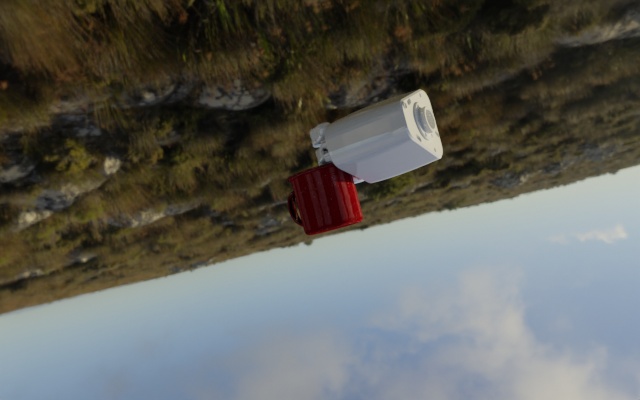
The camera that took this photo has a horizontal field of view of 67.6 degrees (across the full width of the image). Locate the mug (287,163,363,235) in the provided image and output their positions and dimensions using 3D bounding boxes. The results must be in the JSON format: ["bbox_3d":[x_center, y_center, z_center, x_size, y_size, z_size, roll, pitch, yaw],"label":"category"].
[{"bbox_3d":[-0.001,0.003,0.653,0.117,0.081,0.093,-18,-6,37],"label":"mug"}]
